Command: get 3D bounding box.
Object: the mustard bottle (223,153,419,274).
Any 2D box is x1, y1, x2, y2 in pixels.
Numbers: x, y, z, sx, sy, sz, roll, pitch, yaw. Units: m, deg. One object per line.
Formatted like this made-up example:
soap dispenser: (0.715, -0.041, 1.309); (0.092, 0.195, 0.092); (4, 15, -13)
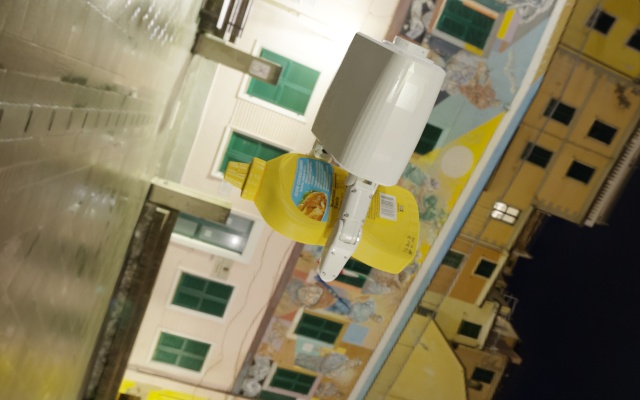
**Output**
mustard bottle: (0.000, 0.002, 0.467); (0.191, 0.096, 0.058); (19, -44, -13)
